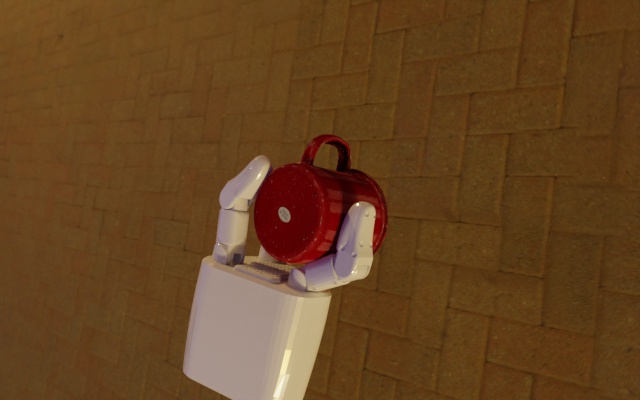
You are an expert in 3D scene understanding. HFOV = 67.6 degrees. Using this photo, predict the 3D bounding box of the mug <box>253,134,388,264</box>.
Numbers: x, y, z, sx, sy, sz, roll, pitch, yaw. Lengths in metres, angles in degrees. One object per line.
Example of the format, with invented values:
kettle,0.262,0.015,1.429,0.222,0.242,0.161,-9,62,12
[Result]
mug,0.000,0.000,0.410,0.093,0.117,0.081,14,4,40
